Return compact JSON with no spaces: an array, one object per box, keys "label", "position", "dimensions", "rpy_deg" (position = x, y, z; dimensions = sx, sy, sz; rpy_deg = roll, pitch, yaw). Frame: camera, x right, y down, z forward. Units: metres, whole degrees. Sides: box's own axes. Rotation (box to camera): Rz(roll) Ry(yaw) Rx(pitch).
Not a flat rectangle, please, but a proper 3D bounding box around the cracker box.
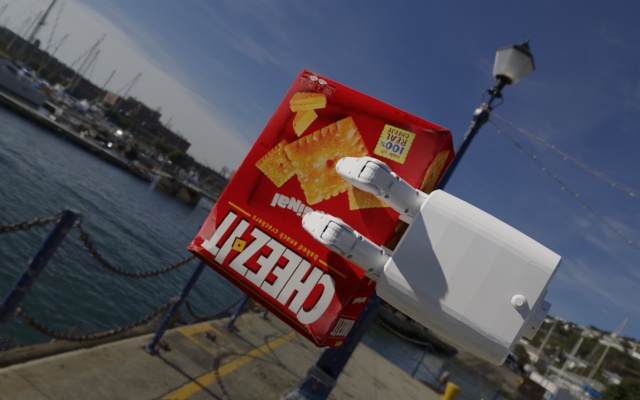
[{"label":"cracker box","position":[0.000,0.001,0.451],"dimensions":[0.164,0.213,0.072],"rpy_deg":[30,-5,24]}]
